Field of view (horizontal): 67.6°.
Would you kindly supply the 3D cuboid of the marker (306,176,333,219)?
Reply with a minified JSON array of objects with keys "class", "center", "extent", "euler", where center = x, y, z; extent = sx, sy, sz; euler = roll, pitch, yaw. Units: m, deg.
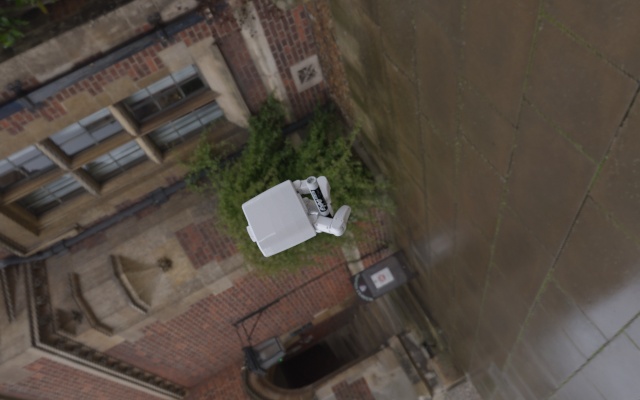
[{"class":"marker","center":[0.000,0.003,0.859],"extent":[0.020,0.020,0.121],"euler":[0,-38,20]}]
